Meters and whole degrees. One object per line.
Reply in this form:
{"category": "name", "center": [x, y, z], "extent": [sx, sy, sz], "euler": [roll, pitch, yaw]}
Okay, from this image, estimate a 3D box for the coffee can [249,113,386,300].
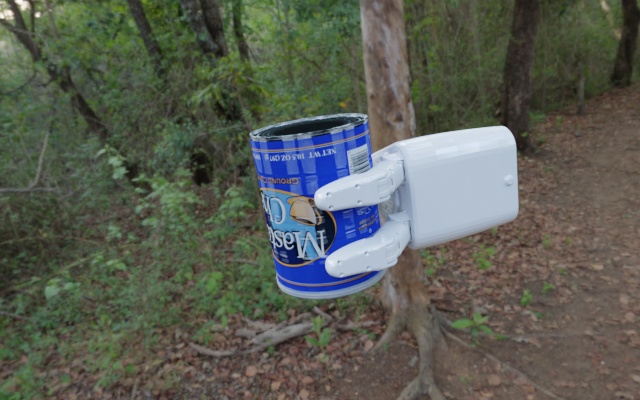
{"category": "coffee can", "center": [0.000, 0.002, 0.426], "extent": [0.103, 0.140, 0.102], "euler": [-8, 16, 2]}
